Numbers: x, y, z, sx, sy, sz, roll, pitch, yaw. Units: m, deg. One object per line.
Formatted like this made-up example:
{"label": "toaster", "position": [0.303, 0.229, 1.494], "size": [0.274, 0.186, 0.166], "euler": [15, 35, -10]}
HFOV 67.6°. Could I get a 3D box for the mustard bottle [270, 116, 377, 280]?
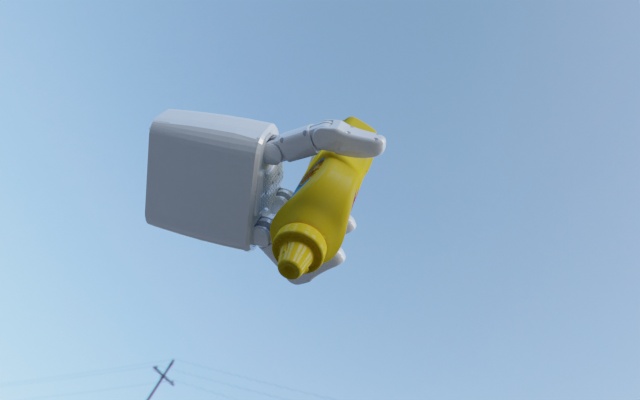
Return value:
{"label": "mustard bottle", "position": [0.000, 0.001, 0.419], "size": [0.058, 0.096, 0.191], "euler": [33, 34, -4]}
